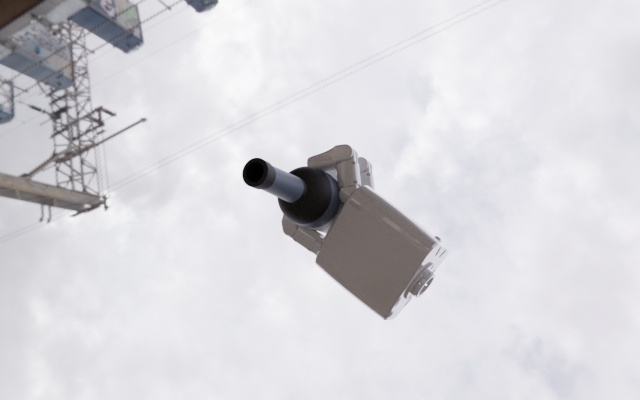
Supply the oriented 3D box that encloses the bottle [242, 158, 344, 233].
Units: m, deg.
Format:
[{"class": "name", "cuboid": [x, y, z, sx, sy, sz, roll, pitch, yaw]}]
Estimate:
[{"class": "bottle", "cuboid": [0.000, 0.002, 0.561, 0.069, 0.069, 0.296, 0, -11, 24]}]
